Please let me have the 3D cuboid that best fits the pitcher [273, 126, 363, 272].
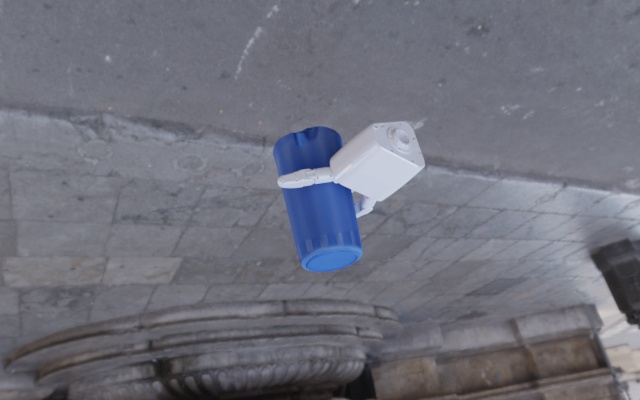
[{"bbox_3d":[0.000,0.003,0.863,0.149,0.242,0.145,9,-34,-35],"label":"pitcher"}]
